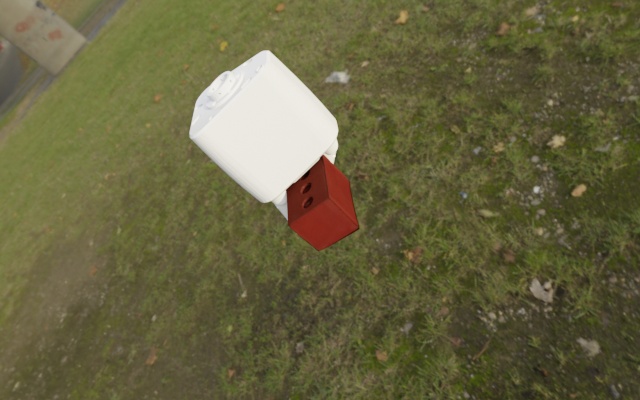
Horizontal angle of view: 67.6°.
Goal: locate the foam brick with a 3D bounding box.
[{"bbox_3d":[0.000,0.002,0.491,0.053,0.078,0.051,-33,-54,19],"label":"foam brick"}]
